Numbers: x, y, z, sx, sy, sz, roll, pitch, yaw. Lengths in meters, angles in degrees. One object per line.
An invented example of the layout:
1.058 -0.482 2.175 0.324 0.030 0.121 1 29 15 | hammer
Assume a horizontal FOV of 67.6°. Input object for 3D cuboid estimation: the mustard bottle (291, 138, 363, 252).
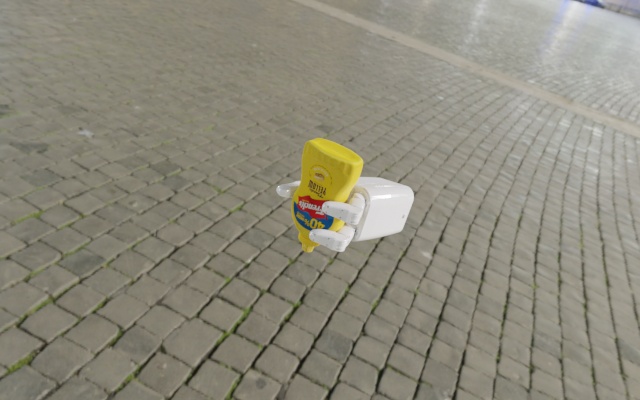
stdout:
0.000 0.002 0.777 0.096 0.192 0.058 28 30 23 | mustard bottle
